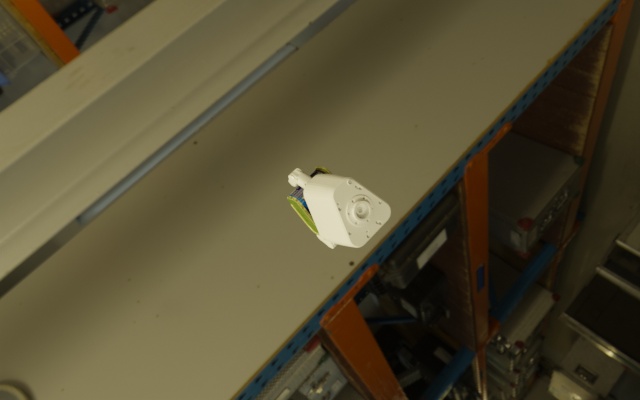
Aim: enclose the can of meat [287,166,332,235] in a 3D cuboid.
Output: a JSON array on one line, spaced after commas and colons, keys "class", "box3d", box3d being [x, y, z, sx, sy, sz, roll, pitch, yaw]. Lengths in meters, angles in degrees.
[{"class": "can of meat", "box3d": [0.000, 0.003, 0.879, 0.084, 0.102, 0.057, -44, 23, -15]}]
